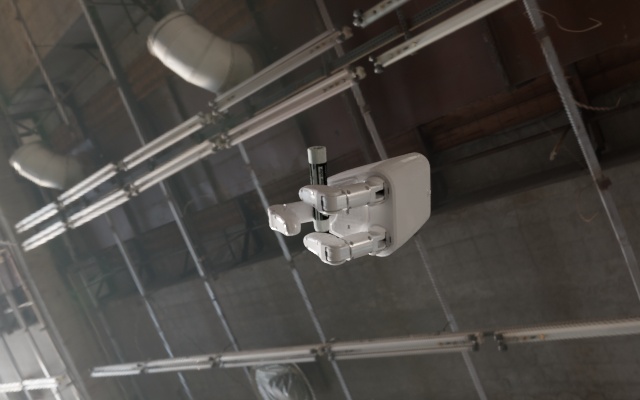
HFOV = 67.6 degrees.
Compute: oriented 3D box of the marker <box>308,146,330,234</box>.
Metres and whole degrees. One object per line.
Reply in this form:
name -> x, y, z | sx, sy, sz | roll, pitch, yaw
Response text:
marker -> 0.000, 0.002, 0.521 | 0.020, 0.121, 0.020 | -4, 18, 1
